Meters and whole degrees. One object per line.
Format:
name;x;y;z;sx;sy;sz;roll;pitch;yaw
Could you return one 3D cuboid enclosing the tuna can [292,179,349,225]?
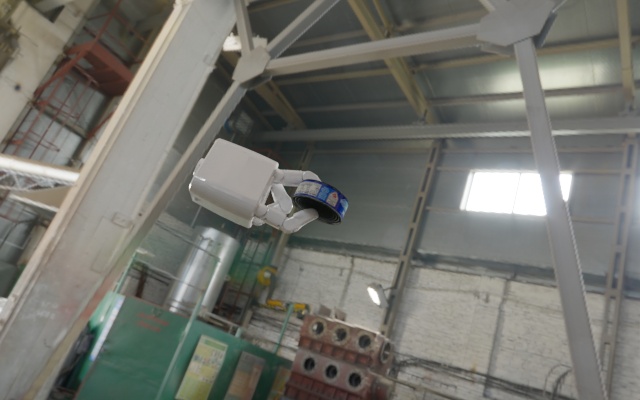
tuna can;0.000;0.002;0.751;0.086;0.033;0.086;23;-21;9
